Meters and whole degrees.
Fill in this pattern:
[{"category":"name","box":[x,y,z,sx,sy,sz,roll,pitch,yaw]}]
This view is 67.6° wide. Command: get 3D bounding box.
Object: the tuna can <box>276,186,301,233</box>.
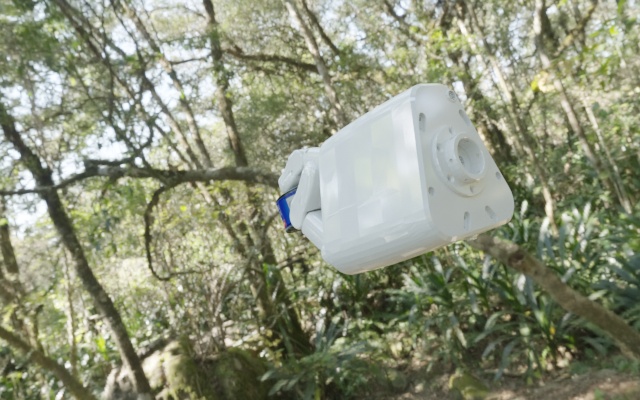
[{"category":"tuna can","box":[0.000,0.001,0.475,0.086,0.033,0.086,-21,-8,-3]}]
